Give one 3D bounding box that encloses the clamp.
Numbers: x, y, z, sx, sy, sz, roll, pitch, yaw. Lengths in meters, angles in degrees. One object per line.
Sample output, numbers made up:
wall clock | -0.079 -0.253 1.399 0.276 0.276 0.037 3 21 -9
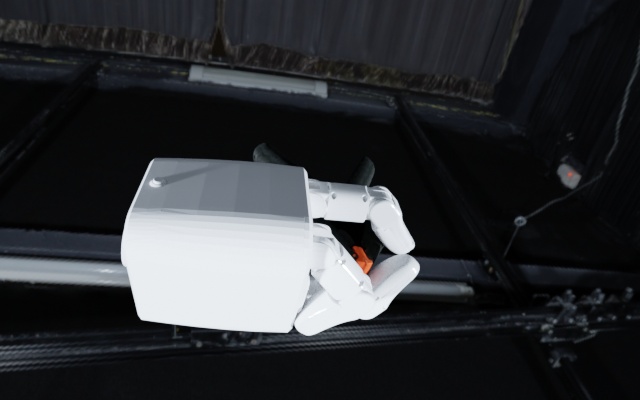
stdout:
clamp | 0.000 0.002 0.407 0.120 0.039 0.171 6 32 -9
